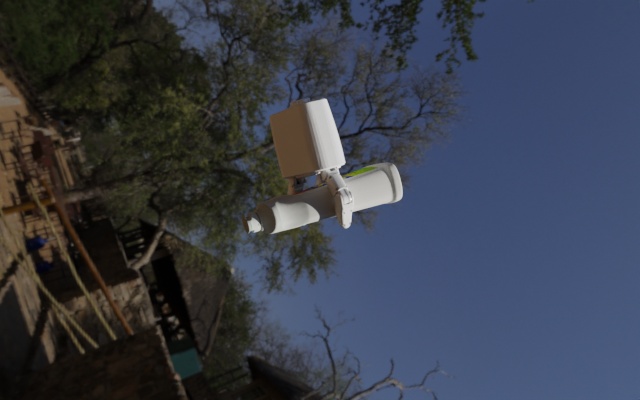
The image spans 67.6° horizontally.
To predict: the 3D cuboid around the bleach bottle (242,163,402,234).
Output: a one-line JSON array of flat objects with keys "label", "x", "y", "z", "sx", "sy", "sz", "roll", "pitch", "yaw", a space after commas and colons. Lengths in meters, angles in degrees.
[{"label": "bleach bottle", "x": 0.000, "y": 0.003, "z": 0.762, "sx": 0.251, "sy": 0.068, "sz": 0.102, "roll": -17, "pitch": 6, "yaw": -24}]
